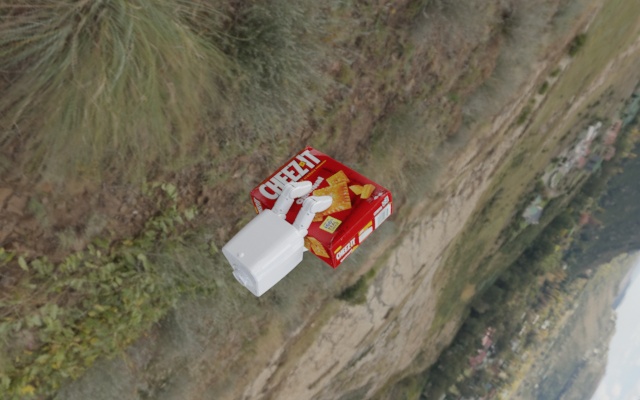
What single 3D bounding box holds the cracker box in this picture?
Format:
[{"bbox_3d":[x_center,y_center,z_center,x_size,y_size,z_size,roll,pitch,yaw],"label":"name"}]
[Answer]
[{"bbox_3d":[0.000,0.003,0.886,0.213,0.072,0.164,33,61,32],"label":"cracker box"}]
